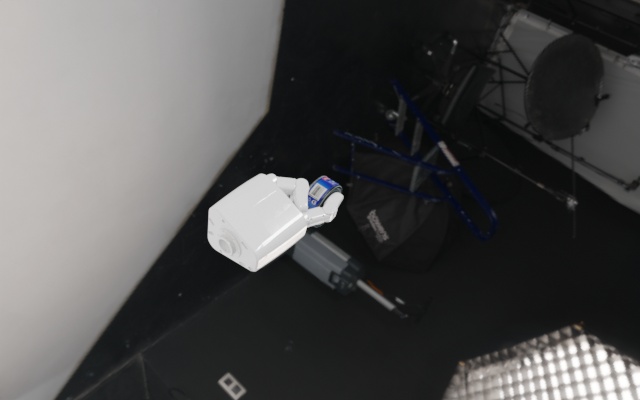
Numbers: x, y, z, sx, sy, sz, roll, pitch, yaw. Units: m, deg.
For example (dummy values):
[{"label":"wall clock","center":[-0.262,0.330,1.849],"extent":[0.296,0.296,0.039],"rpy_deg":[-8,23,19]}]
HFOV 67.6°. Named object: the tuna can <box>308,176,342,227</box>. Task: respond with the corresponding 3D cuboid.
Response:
[{"label":"tuna can","center":[0.001,0.003,0.815],"extent":[0.033,0.086,0.086],"rpy_deg":[33,12,20]}]
